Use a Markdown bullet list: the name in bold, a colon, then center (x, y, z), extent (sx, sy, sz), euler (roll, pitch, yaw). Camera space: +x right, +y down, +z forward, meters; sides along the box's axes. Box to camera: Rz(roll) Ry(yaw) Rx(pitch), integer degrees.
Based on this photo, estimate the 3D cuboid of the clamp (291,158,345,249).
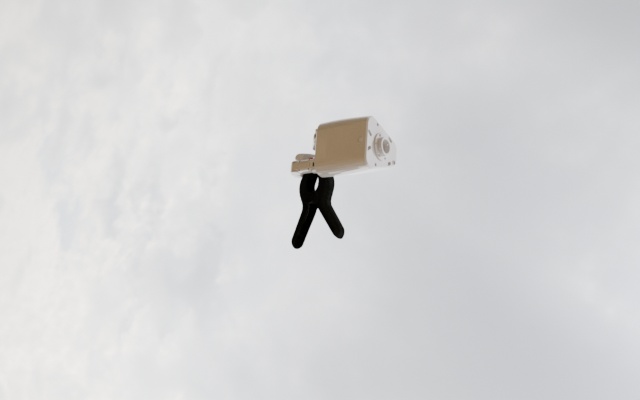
- **clamp**: center (0.000, 0.003, 0.870), extent (0.120, 0.171, 0.039), euler (-4, -14, 37)
